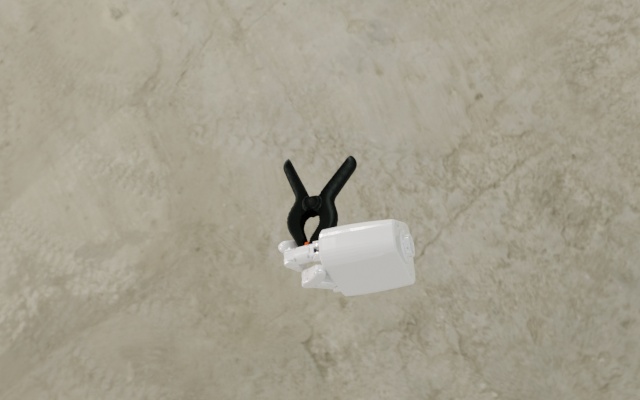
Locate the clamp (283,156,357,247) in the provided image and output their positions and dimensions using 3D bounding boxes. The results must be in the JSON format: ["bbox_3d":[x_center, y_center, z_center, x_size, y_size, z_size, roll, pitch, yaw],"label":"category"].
[{"bbox_3d":[0.000,0.002,0.730,0.120,0.171,0.039,-12,-26,20],"label":"clamp"}]
